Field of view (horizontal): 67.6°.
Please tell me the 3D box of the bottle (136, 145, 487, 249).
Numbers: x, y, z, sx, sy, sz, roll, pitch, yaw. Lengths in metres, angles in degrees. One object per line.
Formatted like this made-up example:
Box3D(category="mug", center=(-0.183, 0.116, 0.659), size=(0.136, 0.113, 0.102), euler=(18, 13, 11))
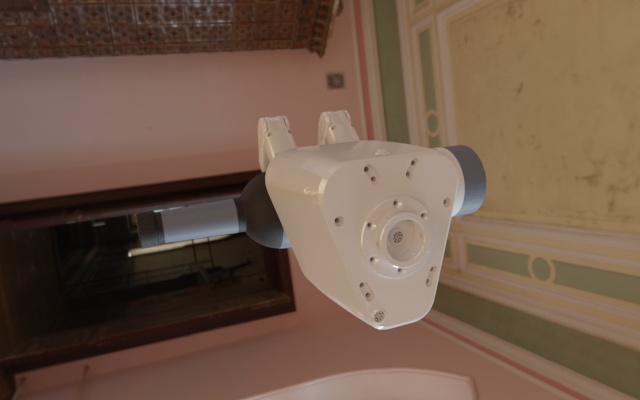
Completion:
Box3D(category="bottle", center=(0.000, 0.001, 0.408), size=(0.295, 0.069, 0.069), euler=(-9, 3, -19))
